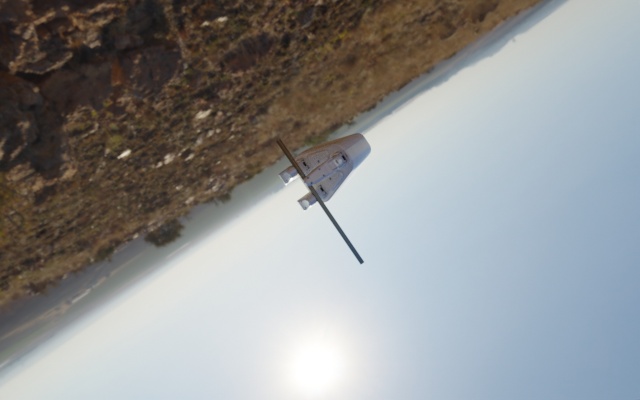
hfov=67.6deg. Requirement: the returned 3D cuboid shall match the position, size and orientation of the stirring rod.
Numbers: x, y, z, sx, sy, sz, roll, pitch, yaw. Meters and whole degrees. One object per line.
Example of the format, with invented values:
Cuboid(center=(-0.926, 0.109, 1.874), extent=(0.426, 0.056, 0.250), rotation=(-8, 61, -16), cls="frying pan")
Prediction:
Cuboid(center=(0.000, 0.002, 0.767), extent=(0.011, 0.239, 0.011), rotation=(-34, 3, 2), cls="stirring rod")
